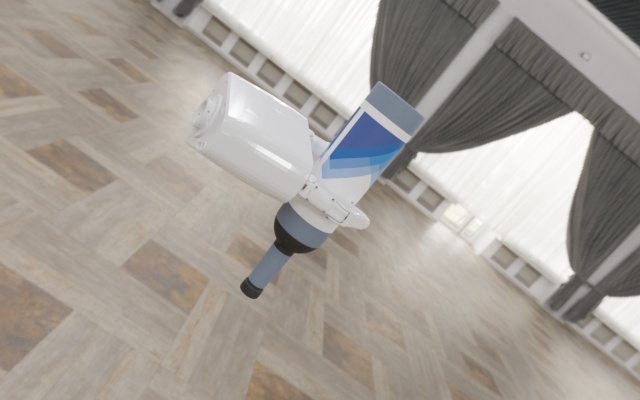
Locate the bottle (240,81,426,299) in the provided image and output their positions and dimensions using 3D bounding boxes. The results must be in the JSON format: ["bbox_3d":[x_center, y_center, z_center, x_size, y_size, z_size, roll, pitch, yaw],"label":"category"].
[{"bbox_3d":[0.000,0.002,0.556,0.069,0.296,0.069,36,15,-11],"label":"bottle"}]
